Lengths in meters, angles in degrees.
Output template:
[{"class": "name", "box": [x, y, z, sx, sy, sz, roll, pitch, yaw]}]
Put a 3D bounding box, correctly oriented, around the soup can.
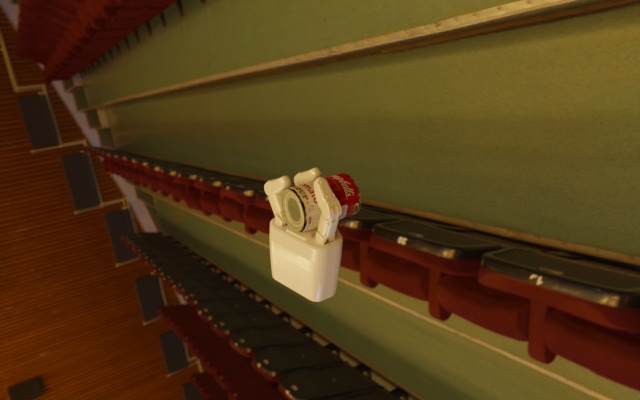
[{"class": "soup can", "box": [0.000, 0.002, 0.711, 0.102, 0.068, 0.068, -17, 9, -31]}]
